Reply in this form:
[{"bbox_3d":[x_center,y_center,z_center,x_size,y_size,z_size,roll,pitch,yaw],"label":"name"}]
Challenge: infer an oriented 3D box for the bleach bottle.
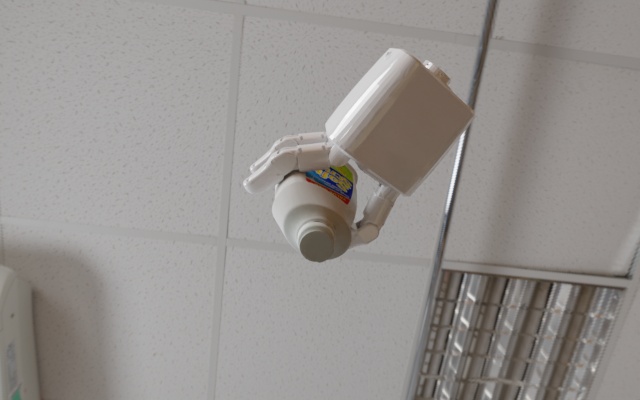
[{"bbox_3d":[0.000,0.002,0.503,0.102,0.068,0.250,37,14,-13],"label":"bleach bottle"}]
